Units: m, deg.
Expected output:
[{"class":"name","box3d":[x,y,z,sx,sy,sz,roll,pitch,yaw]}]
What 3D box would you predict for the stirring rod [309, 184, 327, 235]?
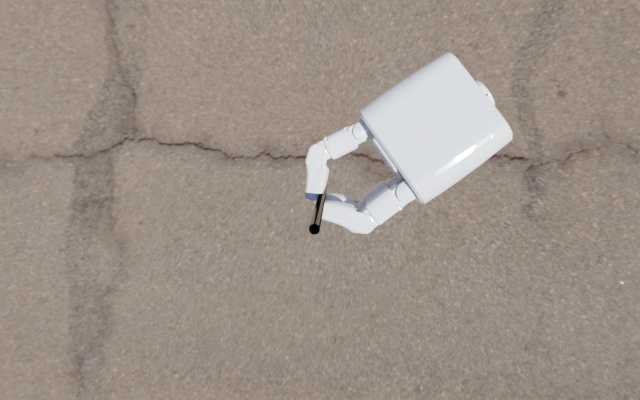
[{"class":"stirring rod","box3d":[0.000,0.001,0.459,0.011,0.011,0.239,0,9,2]}]
